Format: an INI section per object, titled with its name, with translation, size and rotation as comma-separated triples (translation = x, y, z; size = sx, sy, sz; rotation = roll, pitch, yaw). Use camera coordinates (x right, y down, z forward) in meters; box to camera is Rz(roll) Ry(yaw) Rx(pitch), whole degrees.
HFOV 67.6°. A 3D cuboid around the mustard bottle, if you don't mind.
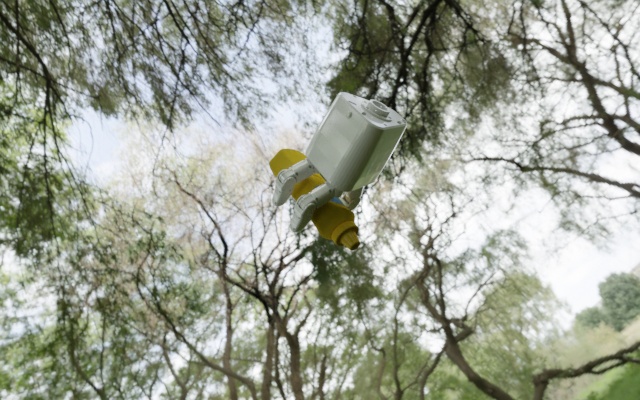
[mustard bottle]
translation = 0.000, 0.002, 0.731
size = 0.191, 0.058, 0.096
rotation = 51, 11, 33
